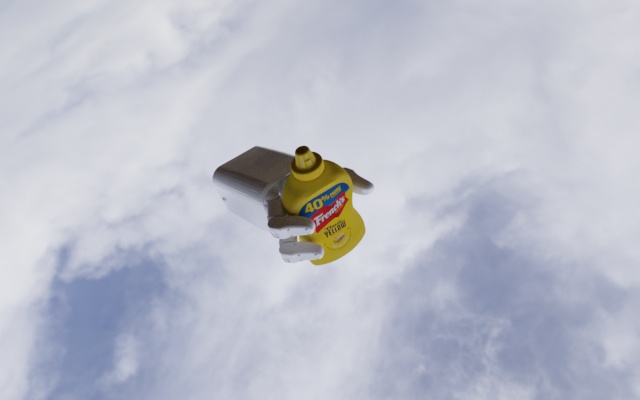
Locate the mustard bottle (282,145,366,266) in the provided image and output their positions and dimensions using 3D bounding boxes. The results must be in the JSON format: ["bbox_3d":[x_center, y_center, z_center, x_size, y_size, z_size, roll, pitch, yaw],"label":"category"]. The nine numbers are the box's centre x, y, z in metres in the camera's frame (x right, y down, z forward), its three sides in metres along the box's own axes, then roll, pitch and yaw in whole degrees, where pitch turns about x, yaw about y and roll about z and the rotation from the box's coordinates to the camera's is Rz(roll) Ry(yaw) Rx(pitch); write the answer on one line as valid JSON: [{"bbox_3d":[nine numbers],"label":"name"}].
[{"bbox_3d":[0.000,0.002,0.636,0.096,0.192,0.058,-31,47,-10],"label":"mustard bottle"}]
